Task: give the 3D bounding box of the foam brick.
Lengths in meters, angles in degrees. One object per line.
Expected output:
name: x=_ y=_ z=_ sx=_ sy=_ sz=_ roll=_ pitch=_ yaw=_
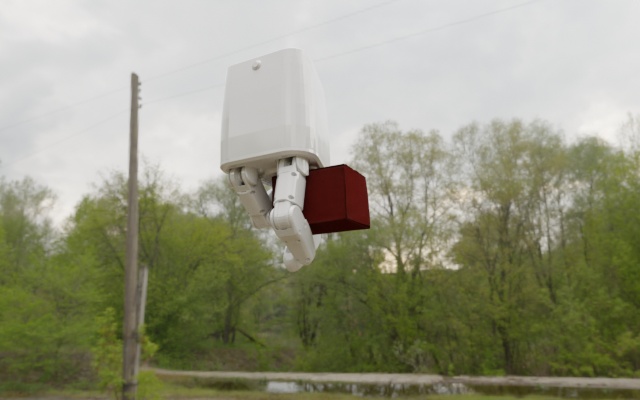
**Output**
foam brick: x=0.000 y=0.002 z=0.443 sx=0.078 sy=0.051 sz=0.053 roll=-8 pitch=-16 yaw=26
